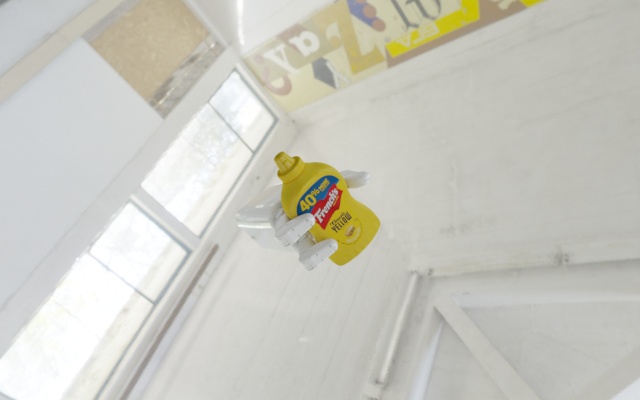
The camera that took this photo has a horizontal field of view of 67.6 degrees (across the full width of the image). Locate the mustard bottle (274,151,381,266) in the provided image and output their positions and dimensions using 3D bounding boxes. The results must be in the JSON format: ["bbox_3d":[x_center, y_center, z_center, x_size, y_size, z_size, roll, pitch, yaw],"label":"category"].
[{"bbox_3d":[0.000,0.002,0.685,0.192,0.096,0.058,48,-6,-28],"label":"mustard bottle"}]
